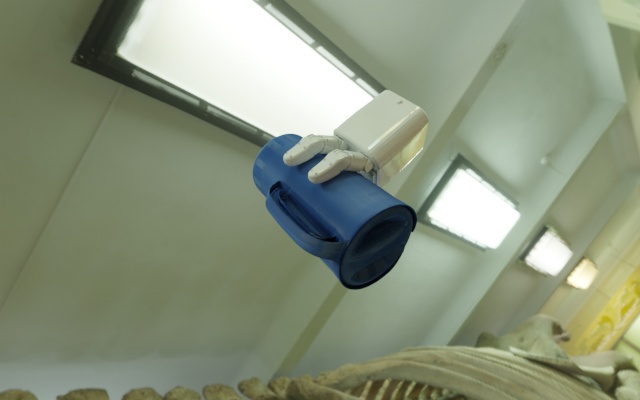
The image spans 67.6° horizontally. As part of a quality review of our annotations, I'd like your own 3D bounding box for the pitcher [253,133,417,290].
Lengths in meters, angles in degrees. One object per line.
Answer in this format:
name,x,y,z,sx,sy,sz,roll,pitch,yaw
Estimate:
pitcher,0.000,0.002,0.671,0.242,0.145,0.149,41,-14,37
